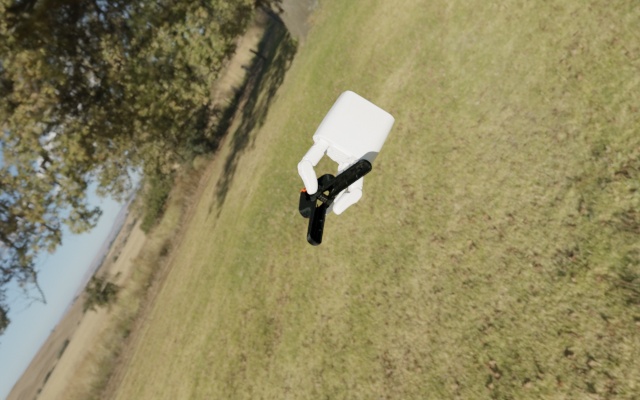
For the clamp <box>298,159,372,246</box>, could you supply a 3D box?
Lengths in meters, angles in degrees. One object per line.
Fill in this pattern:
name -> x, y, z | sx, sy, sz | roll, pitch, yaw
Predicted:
clamp -> -0.001, 0.002, 0.850 | 0.036, 0.164, 0.210 | 38, -13, -17
